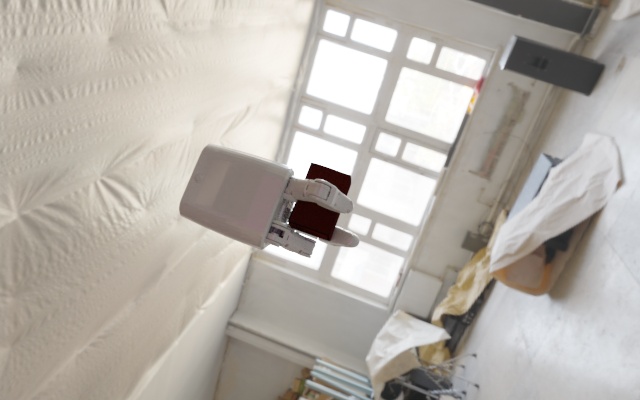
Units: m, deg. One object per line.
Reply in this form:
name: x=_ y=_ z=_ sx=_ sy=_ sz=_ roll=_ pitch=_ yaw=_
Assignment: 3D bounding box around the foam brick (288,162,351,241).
foam brick: x=0.000 y=0.002 z=0.566 sx=0.051 sy=0.078 sz=0.053 roll=20 pitch=-10 yaw=6
